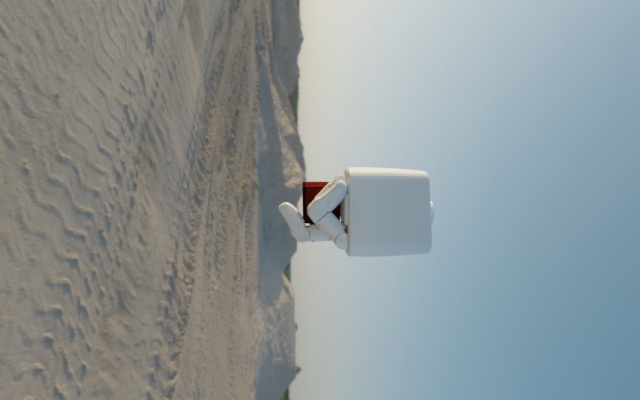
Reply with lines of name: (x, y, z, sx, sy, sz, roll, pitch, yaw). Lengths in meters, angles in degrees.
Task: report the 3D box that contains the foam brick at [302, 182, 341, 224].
foam brick: (0.000, 0.002, 0.681, 0.051, 0.053, 0.078, -1, 8, -3)
